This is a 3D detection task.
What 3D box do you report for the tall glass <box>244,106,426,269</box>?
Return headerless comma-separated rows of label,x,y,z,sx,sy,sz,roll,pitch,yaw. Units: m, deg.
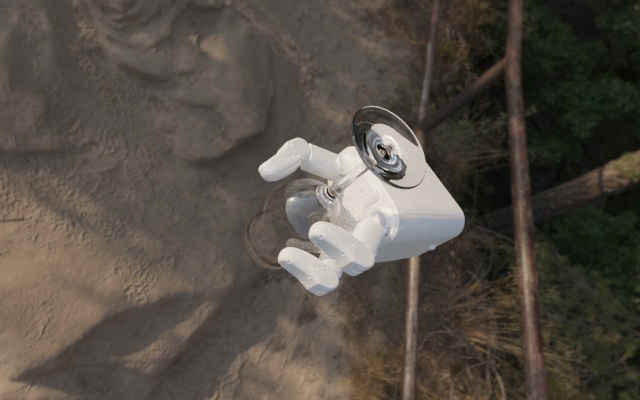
tall glass,0.000,0.001,0.439,0.079,0.079,0.201,0,-26,-38
